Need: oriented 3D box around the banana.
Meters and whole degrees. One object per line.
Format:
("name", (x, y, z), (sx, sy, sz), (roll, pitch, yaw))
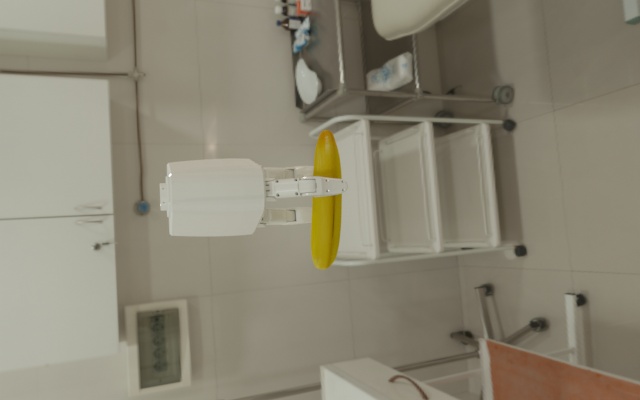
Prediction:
("banana", (0.005, 0.011, 0.617), (0.037, 0.198, 0.069), (-2, 20, -15))
